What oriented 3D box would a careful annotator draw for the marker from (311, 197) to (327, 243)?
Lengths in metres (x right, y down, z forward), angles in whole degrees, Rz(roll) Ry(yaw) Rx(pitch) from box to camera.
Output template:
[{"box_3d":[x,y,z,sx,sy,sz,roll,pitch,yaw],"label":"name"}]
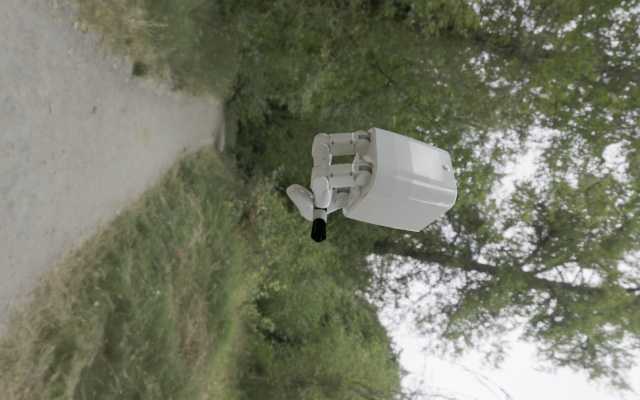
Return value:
[{"box_3d":[0.000,0.002,0.601,0.020,0.121,0.020,2,-42,2],"label":"marker"}]
